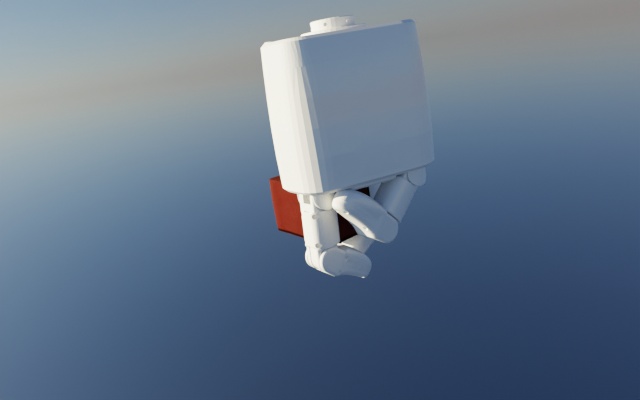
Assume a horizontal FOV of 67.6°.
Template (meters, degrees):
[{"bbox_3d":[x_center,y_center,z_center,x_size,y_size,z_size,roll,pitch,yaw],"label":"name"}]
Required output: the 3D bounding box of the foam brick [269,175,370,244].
[{"bbox_3d":[0.000,0.001,0.416,0.053,0.051,0.078,-23,21,-34],"label":"foam brick"}]
